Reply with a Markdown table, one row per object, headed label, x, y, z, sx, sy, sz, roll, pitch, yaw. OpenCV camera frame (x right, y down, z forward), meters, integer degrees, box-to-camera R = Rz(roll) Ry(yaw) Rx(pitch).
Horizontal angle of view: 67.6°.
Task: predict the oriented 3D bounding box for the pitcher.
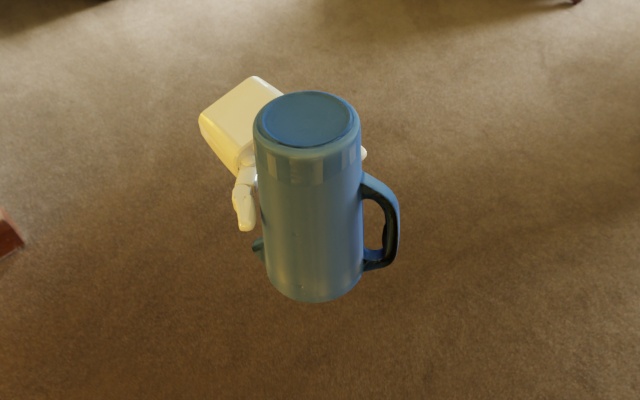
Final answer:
| label | x | y | z | sx | sy | sz | roll | pitch | yaw |
| --- | --- | --- | --- | --- | --- | --- | --- | --- | --- |
| pitcher | 0.000 | 0.002 | 0.553 | 0.149 | 0.243 | 0.145 | -28 | 52 | -22 |
